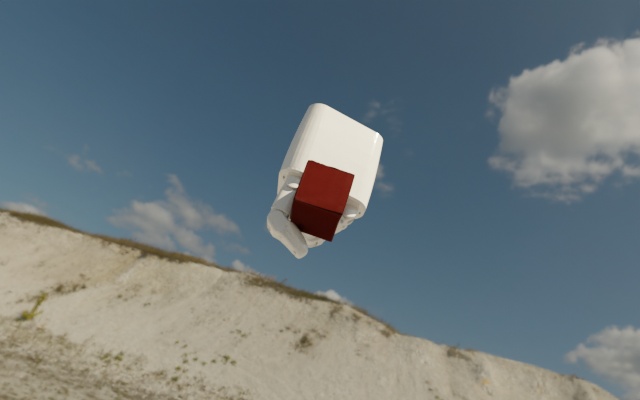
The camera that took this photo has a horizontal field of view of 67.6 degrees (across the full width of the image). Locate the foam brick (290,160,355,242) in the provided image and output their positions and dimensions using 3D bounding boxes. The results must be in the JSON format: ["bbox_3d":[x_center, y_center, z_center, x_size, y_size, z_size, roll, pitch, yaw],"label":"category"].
[{"bbox_3d":[0.000,0.002,0.514,0.053,0.051,0.078,19,-25,1],"label":"foam brick"}]
